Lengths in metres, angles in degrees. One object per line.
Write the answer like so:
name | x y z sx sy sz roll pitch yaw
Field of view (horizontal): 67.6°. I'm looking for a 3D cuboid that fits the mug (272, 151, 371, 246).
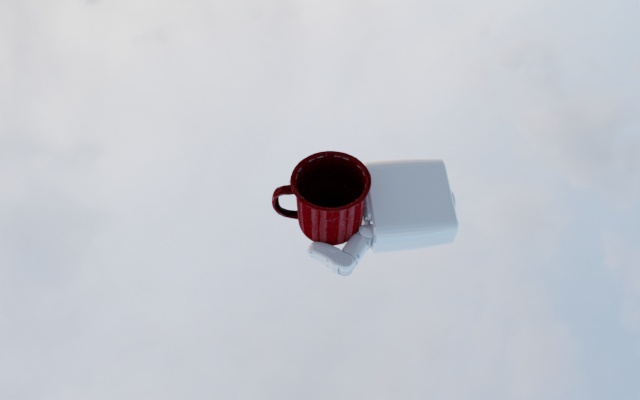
mug | -0.001 0.002 0.576 0.117 0.093 0.082 -4 -39 -3
